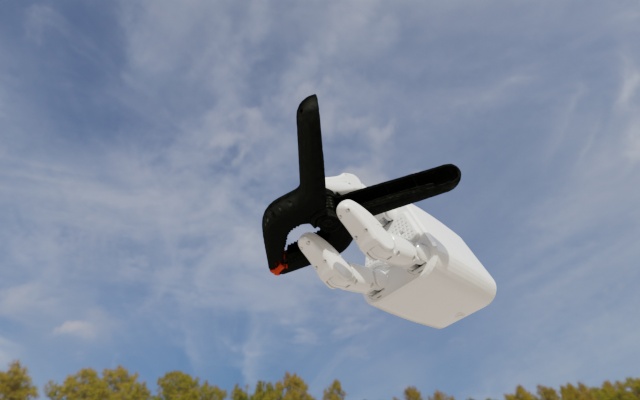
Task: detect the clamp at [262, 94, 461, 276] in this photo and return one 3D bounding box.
[{"bbox_3d":[0.000,0.001,0.443,0.164,0.036,0.210,28,-52,-30],"label":"clamp"}]
